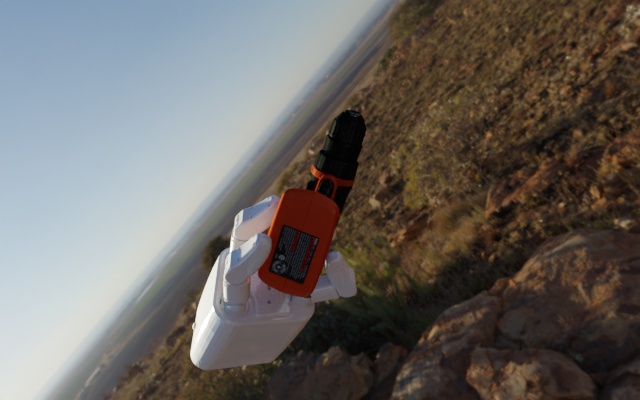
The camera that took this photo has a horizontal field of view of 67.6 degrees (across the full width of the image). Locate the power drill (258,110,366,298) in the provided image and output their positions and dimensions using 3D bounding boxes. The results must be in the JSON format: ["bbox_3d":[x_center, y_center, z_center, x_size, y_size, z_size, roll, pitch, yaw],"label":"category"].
[{"bbox_3d":[0.000,0.002,0.503,0.057,0.184,0.187,19,19,6],"label":"power drill"}]
